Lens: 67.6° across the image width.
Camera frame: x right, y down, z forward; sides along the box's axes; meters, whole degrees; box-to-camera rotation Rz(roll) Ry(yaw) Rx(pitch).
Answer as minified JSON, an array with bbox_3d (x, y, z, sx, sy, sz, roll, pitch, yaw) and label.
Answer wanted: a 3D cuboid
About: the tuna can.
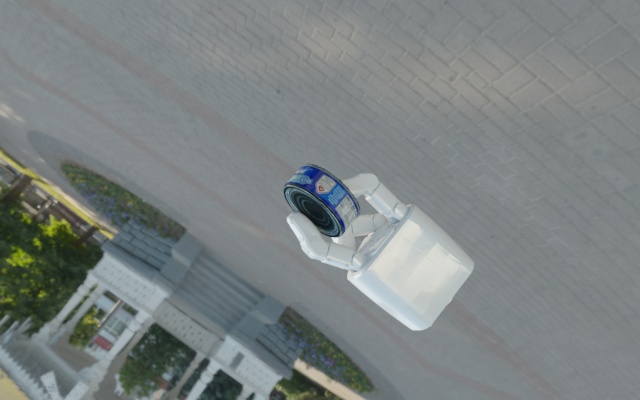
[{"bbox_3d":[0.000,0.002,0.530,0.033,0.086,0.086,-49,23,-22],"label":"tuna can"}]
